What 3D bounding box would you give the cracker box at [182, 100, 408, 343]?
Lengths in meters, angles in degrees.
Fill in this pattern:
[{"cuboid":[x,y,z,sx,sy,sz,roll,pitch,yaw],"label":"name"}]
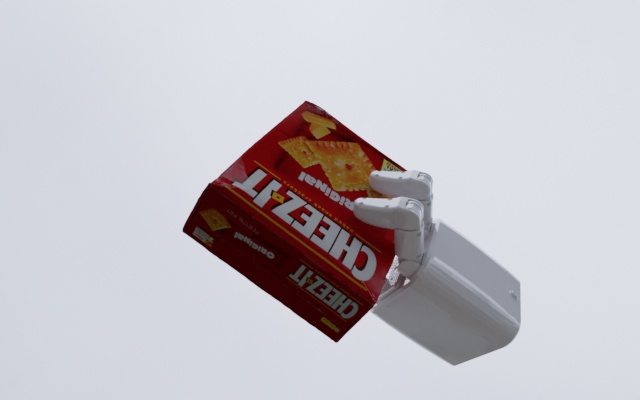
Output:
[{"cuboid":[0.000,0.002,0.466,0.164,0.072,0.213,36,36,0],"label":"cracker box"}]
